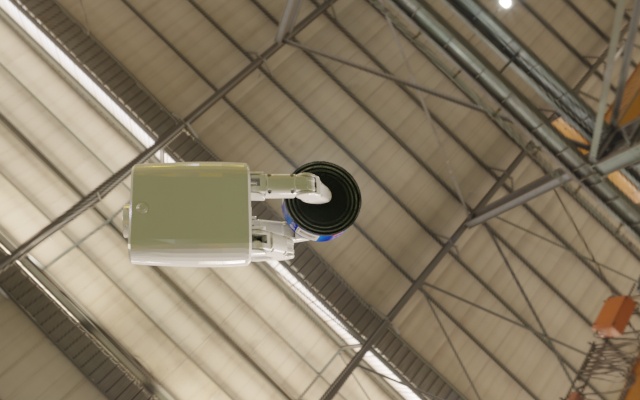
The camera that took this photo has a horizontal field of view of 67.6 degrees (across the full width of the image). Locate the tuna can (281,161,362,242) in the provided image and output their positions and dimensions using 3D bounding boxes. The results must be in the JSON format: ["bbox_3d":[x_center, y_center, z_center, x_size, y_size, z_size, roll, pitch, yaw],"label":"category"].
[{"bbox_3d":[0.000,0.002,0.531,0.086,0.086,0.034,0,-18,-12],"label":"tuna can"}]
